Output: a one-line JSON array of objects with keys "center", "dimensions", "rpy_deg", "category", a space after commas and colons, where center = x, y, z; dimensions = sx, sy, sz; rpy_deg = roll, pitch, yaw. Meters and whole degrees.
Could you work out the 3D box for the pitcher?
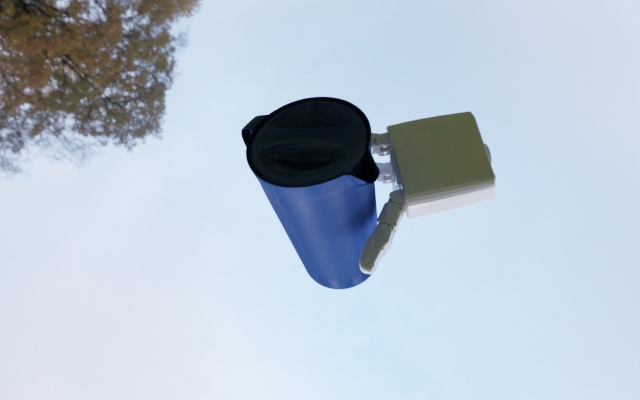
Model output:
[{"center": [0.000, 0.002, 0.585], "dimensions": [0.145, 0.149, 0.243], "rpy_deg": [-13, -40, 3], "category": "pitcher"}]
